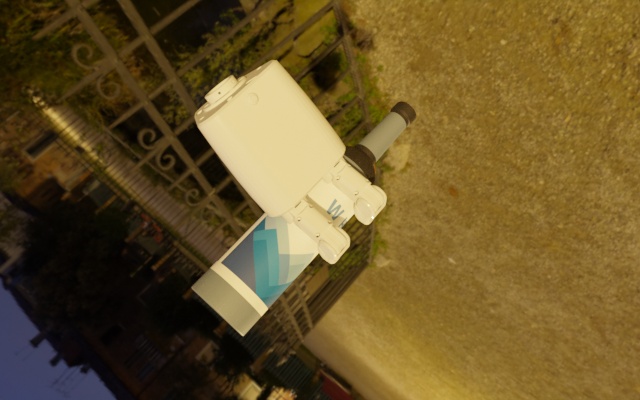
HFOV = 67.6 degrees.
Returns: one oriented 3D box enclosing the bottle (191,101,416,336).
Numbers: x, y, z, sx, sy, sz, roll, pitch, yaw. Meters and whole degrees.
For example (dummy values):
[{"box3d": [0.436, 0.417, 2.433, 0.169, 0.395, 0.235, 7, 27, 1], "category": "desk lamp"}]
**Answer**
[{"box3d": [0.000, 0.002, 0.487, 0.295, 0.069, 0.069, -47, 18, -18], "category": "bottle"}]
